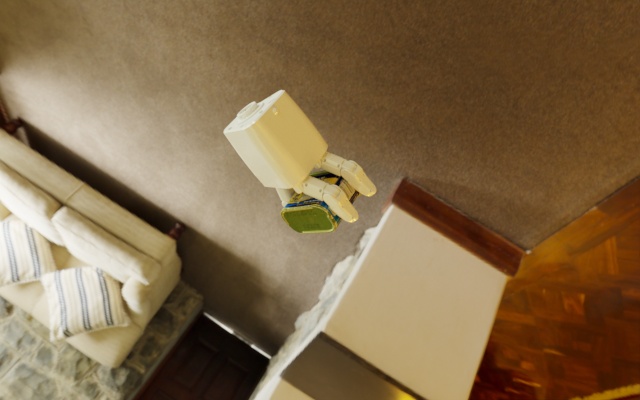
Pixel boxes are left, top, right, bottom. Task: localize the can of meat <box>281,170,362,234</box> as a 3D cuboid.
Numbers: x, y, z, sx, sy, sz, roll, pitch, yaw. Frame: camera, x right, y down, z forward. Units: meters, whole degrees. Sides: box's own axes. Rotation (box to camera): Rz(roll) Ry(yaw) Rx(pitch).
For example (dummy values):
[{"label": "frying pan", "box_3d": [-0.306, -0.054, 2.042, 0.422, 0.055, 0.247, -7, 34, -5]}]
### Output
[{"label": "can of meat", "box_3d": [0.000, 0.003, 0.718, 0.102, 0.057, 0.084, -8, 37, 45]}]
